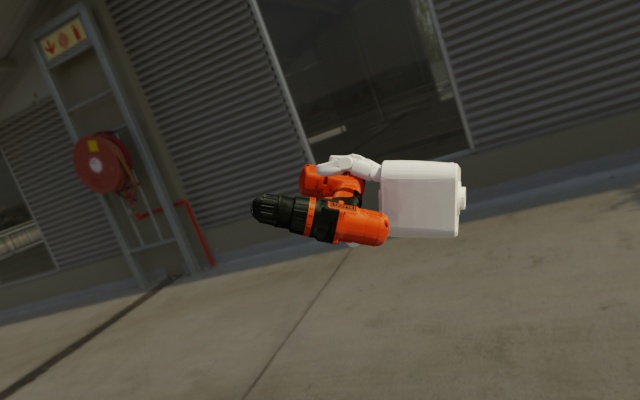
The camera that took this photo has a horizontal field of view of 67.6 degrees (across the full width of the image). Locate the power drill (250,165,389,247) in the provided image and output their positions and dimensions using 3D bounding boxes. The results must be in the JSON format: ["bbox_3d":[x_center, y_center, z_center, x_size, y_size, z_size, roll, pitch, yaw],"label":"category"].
[{"bbox_3d":[0.000,0.002,0.695,0.184,0.057,0.187,12,21,-3],"label":"power drill"}]
